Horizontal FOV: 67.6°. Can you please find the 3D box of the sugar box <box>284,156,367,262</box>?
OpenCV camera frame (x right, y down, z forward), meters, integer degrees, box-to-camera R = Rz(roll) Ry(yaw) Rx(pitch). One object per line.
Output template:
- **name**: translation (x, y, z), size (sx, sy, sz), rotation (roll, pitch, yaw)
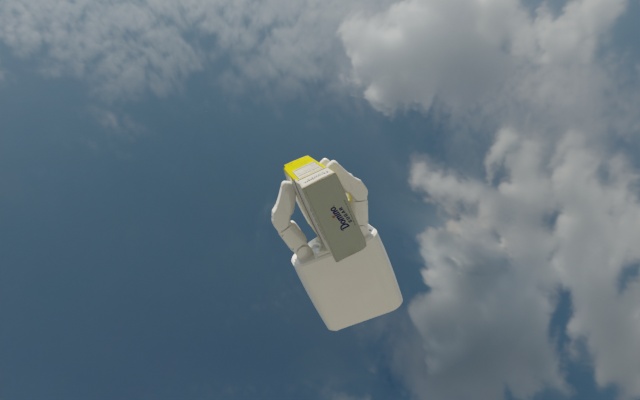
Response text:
- **sugar box**: translation (0.001, 0.002, 0.580), size (0.048, 0.093, 0.176), rotation (-27, 16, -7)
